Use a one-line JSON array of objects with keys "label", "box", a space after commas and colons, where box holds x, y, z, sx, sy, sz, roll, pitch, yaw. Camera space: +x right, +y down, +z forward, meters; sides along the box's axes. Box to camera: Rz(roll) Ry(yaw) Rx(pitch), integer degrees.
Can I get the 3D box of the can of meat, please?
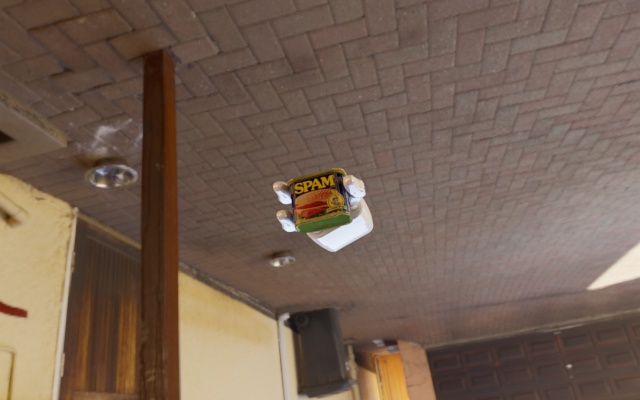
[{"label": "can of meat", "box": [0.000, 0.003, 0.801, 0.102, 0.084, 0.057, -13, -25, 11]}]
